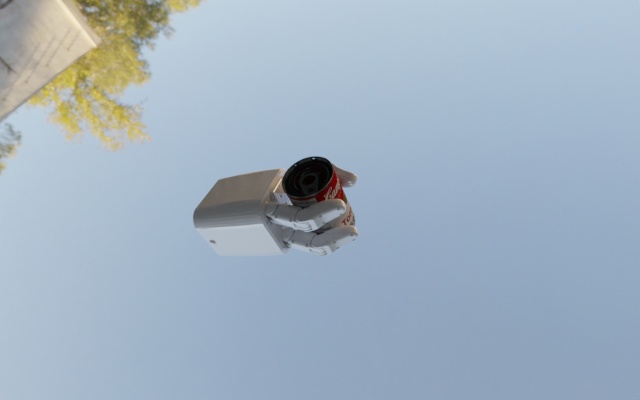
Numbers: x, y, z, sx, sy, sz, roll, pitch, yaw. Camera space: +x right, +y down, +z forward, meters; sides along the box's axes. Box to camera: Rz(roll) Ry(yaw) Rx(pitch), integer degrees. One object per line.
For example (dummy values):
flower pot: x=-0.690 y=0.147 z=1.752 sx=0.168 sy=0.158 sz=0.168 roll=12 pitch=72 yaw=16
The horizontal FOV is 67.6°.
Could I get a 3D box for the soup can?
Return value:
soup can: x=0.001 y=0.002 z=0.620 sx=0.068 sy=0.068 sz=0.102 roll=0 pitch=-39 yaw=25
